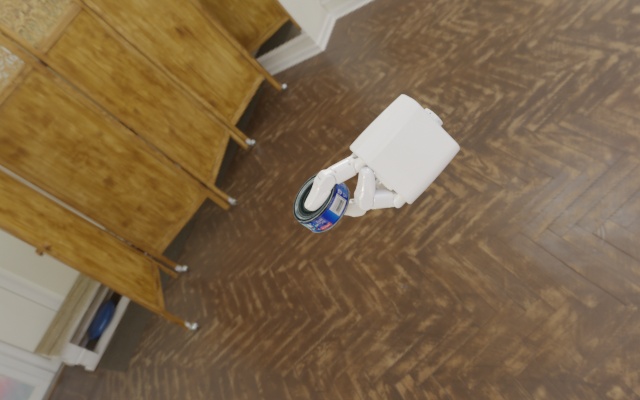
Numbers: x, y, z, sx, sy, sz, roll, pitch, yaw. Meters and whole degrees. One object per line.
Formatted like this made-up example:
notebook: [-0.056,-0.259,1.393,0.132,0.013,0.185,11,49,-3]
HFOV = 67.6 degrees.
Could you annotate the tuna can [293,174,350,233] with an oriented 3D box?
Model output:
tuna can: [0.000,0.002,0.700,0.034,0.086,0.086,35,-22,-35]
